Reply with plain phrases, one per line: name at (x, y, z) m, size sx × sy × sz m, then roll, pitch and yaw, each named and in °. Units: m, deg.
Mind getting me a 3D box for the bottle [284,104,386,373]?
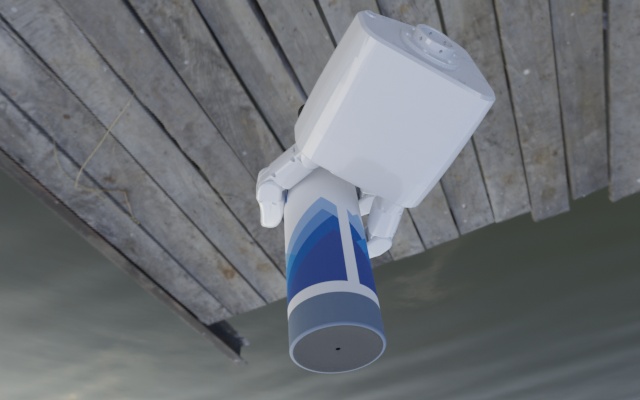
bottle at (0.000, 0.002, 0.430) m, size 0.069 × 0.069 × 0.295 m, roll 0°, pitch 43°, yaw -6°
